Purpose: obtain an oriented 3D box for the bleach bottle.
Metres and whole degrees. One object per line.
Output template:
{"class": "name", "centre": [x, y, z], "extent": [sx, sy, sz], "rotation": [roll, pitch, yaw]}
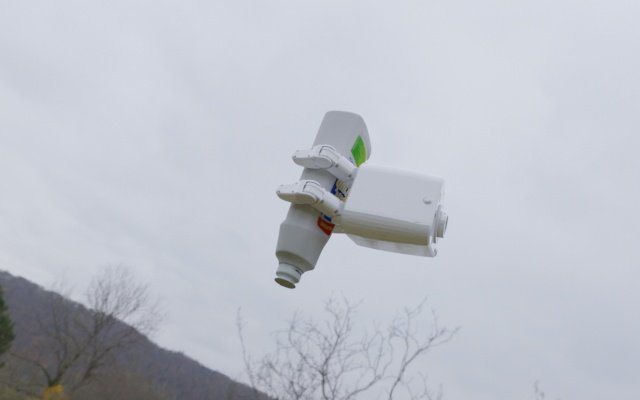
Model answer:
{"class": "bleach bottle", "centre": [0.000, 0.002, 0.638], "extent": [0.068, 0.250, 0.103], "rotation": [10, -30, 20]}
